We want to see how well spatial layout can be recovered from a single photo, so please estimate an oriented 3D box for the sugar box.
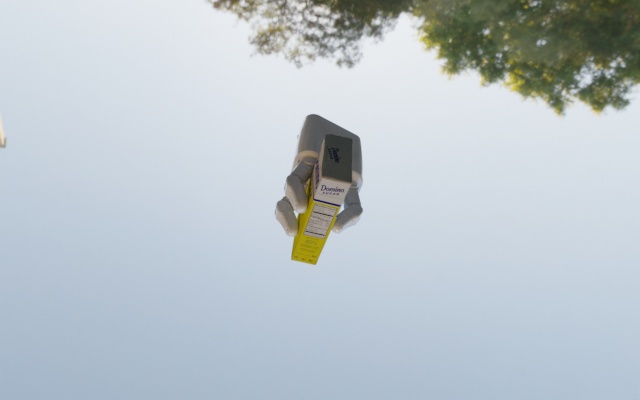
[{"bbox_3d":[0.000,0.002,0.674,0.048,0.093,0.176,11,-46,-6],"label":"sugar box"}]
